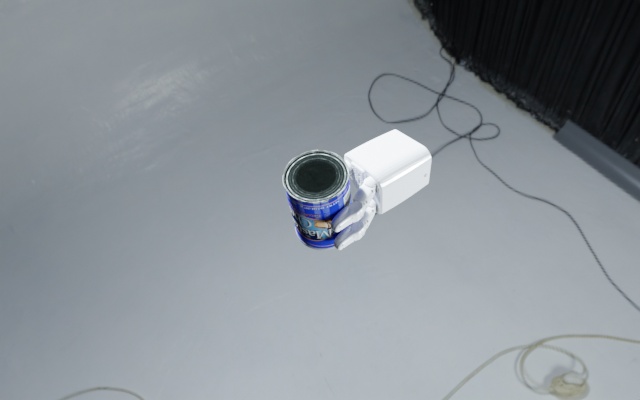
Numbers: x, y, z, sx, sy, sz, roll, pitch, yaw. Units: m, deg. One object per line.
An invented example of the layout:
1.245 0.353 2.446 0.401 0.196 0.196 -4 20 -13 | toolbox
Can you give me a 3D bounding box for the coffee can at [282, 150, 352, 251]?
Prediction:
0.000 0.003 0.774 0.103 0.102 0.140 0 -36 7 | coffee can
